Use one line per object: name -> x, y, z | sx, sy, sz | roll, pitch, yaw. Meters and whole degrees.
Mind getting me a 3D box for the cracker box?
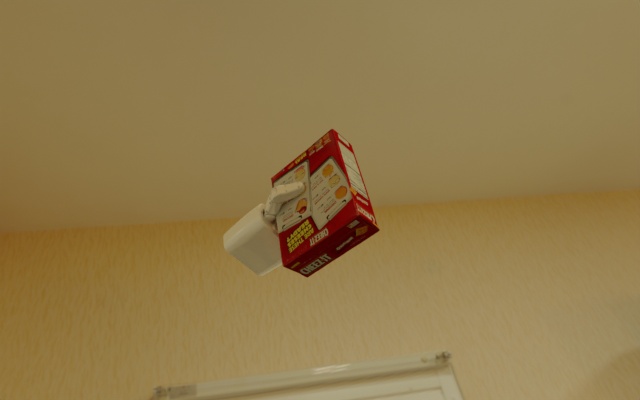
cracker box -> 0.000, 0.003, 0.843 | 0.164, 0.213, 0.072 | -36, -46, 24
